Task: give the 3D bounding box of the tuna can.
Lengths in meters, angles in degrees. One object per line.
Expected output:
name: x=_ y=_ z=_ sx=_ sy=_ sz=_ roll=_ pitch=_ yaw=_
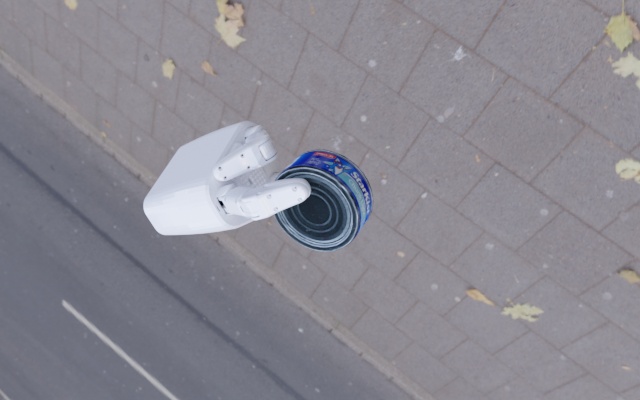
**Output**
tuna can: x=0.000 y=0.002 z=0.415 sx=0.086 sy=0.086 sz=0.033 roll=0 pitch=29 yaw=28
